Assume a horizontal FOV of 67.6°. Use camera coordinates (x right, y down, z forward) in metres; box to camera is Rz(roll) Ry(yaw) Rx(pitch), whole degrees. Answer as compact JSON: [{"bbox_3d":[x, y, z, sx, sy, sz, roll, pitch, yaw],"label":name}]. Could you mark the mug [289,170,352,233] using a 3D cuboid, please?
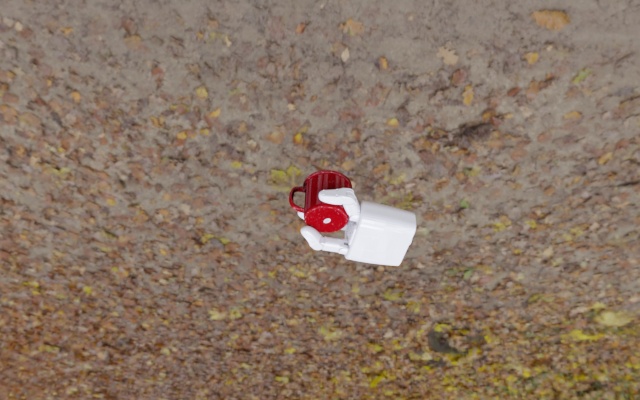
[{"bbox_3d":[-0.001,0.003,0.873,0.117,0.081,0.093,10,-40,-8],"label":"mug"}]
